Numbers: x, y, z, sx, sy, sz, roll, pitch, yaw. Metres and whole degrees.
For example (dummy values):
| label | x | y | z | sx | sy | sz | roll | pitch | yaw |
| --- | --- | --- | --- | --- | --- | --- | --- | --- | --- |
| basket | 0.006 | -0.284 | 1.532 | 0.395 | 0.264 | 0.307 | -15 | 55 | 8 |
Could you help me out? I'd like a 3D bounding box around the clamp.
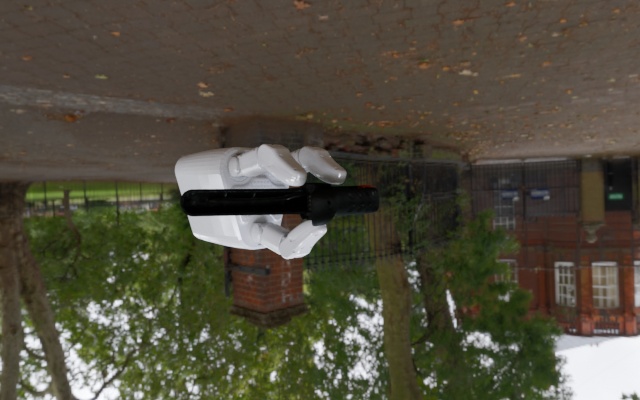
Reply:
| label | x | y | z | sx | sy | sz | roll | pitch | yaw |
| --- | --- | --- | --- | --- | --- | --- | --- | --- | --- |
| clamp | 0.000 | 0.002 | 0.454 | 0.164 | 0.036 | 0.210 | 4 | 5 | 45 |
